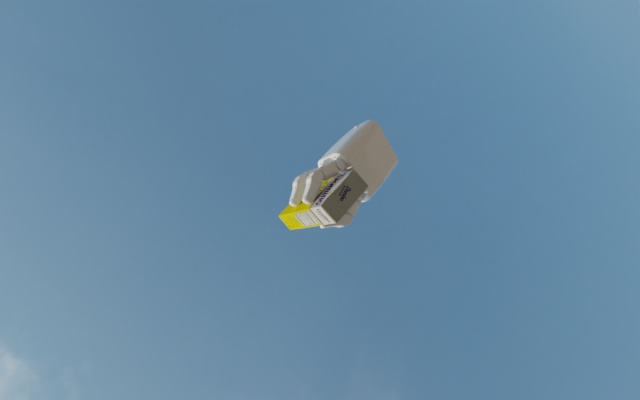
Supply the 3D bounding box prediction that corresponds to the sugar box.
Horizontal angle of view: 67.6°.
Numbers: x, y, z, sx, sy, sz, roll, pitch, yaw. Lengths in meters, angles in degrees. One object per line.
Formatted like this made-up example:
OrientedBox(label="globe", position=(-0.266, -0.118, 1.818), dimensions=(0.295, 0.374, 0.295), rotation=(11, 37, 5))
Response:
OrientedBox(label="sugar box", position=(0.000, 0.002, 0.842), dimensions=(0.093, 0.048, 0.176), rotation=(-48, 13, -25))
